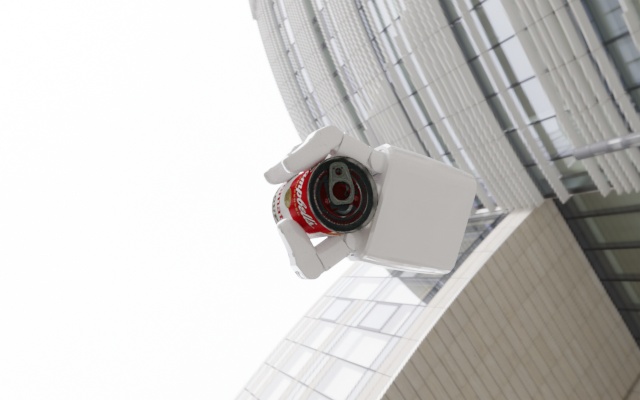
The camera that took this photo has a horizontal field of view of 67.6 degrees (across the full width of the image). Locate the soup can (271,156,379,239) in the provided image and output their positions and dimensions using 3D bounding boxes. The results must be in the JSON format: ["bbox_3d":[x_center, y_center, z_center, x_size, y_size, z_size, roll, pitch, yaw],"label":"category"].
[{"bbox_3d":[-0.001,0.002,0.453,0.068,0.068,0.102,0,-8,-24],"label":"soup can"}]
